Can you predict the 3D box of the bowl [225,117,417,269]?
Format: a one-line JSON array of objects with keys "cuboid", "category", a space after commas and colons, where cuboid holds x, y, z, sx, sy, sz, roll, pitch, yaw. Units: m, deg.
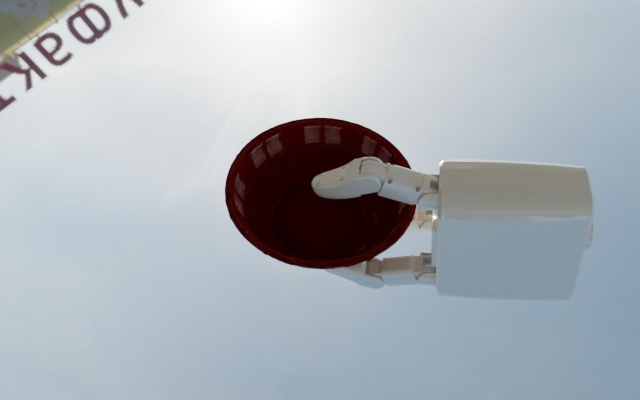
[{"cuboid": [-0.001, 0.001, 0.421, 0.162, 0.162, 0.055, 0, -37, -2], "category": "bowl"}]
